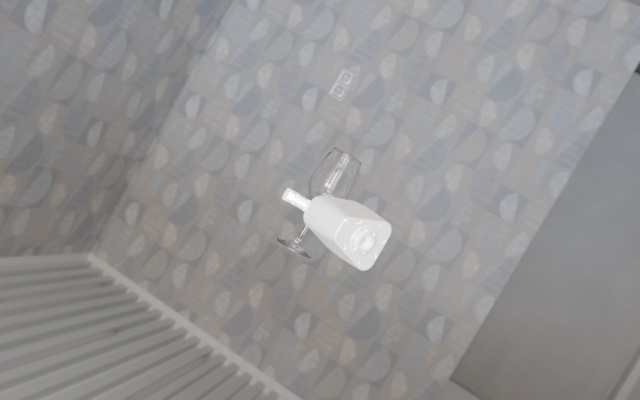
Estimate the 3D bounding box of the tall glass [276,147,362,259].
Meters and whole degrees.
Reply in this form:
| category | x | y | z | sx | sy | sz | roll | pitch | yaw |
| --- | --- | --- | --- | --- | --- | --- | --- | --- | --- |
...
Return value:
| category | x | y | z | sx | sy | sz | roll | pitch | yaw |
| --- | --- | --- | --- | --- | --- | --- | --- | --- | --- |
| tall glass | 0.000 | 0.003 | 0.884 | 0.079 | 0.201 | 0.079 | 30 | 2 | -1 |
